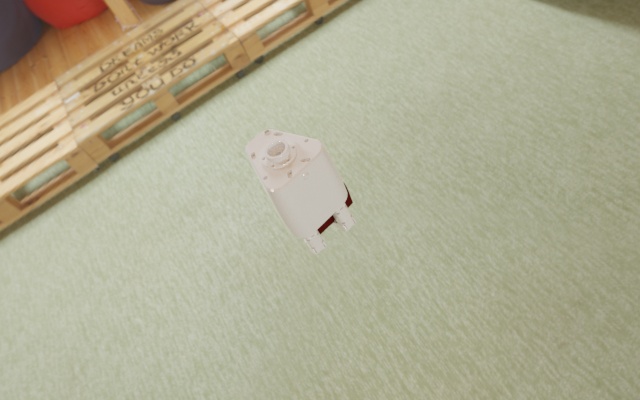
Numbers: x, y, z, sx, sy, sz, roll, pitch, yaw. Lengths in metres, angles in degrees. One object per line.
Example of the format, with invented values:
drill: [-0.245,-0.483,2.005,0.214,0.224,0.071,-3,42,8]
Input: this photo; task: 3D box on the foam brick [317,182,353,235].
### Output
foam brick: [0.000,0.002,0.707,0.053,0.078,0.051,36,-17,35]
